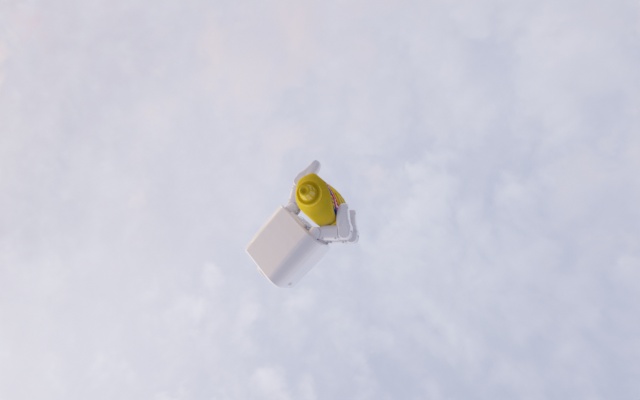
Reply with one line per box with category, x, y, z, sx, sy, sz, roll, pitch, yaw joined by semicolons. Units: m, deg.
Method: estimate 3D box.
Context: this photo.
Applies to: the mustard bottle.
mustard bottle;0.000;0.003;0.831;0.058;0.096;0.192;-24;-17;10
